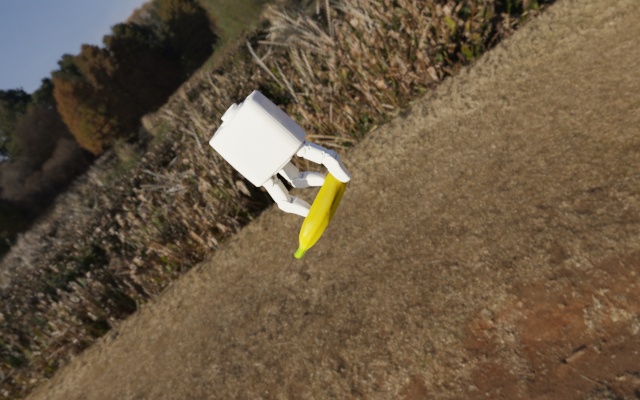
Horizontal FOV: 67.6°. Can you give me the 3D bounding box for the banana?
[{"bbox_3d":[0.007,0.001,0.787,0.037,0.197,0.070,36,-28,-15],"label":"banana"}]
